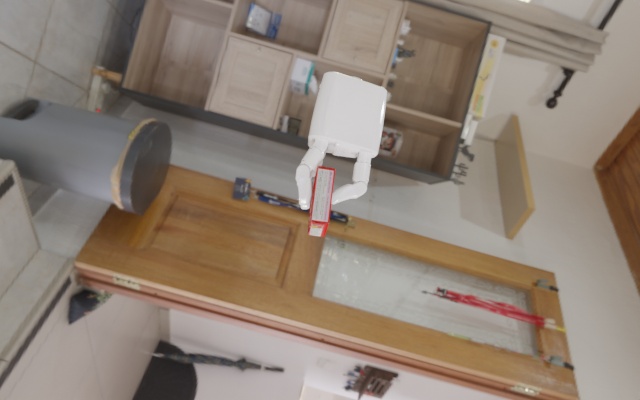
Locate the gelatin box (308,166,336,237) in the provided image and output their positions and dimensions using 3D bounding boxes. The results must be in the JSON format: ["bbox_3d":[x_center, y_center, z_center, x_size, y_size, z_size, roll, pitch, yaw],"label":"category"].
[{"bbox_3d":[0.001,0.003,0.719,0.030,0.089,0.073,7,-19,-3],"label":"gelatin box"}]
